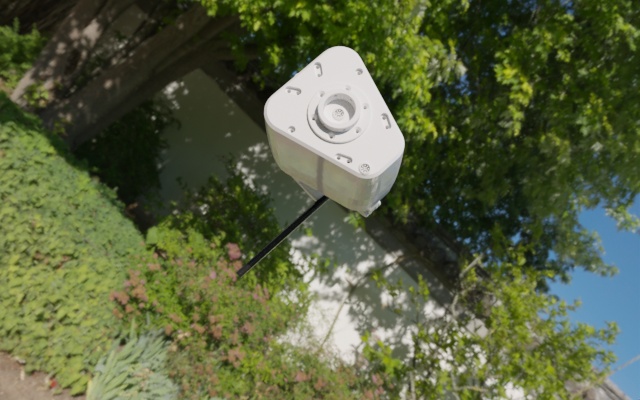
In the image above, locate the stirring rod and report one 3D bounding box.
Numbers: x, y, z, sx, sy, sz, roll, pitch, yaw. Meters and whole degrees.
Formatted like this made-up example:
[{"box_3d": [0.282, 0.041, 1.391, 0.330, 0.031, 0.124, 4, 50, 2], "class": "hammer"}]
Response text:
[{"box_3d": [0.000, 0.002, 0.534, 0.239, 0.011, 0.011, -42, 7, -8], "class": "stirring rod"}]
